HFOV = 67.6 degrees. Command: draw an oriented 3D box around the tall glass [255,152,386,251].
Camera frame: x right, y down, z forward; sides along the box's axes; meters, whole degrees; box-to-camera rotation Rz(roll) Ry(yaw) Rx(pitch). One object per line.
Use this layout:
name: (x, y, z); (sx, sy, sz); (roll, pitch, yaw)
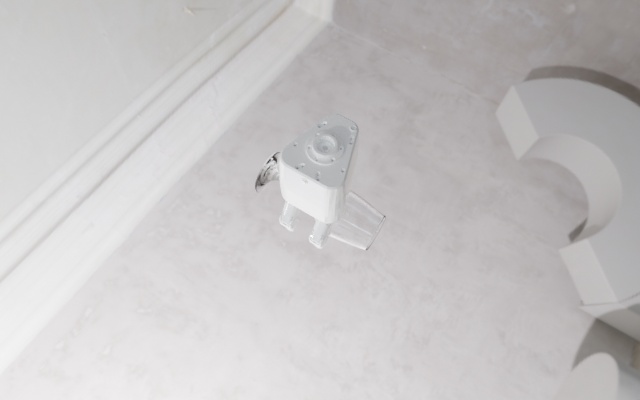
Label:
tall glass: (0.000, 0.002, 0.748); (0.201, 0.079, 0.079); (30, 7, 12)
